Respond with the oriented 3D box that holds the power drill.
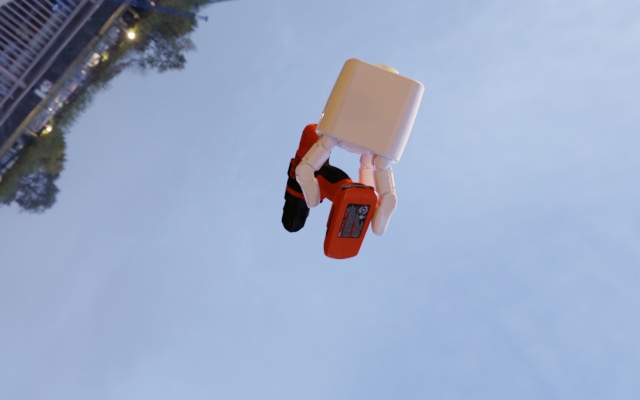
[{"bbox_3d":[0.000,0.002,0.691,0.057,0.184,0.187,0,29,-28],"label":"power drill"}]
